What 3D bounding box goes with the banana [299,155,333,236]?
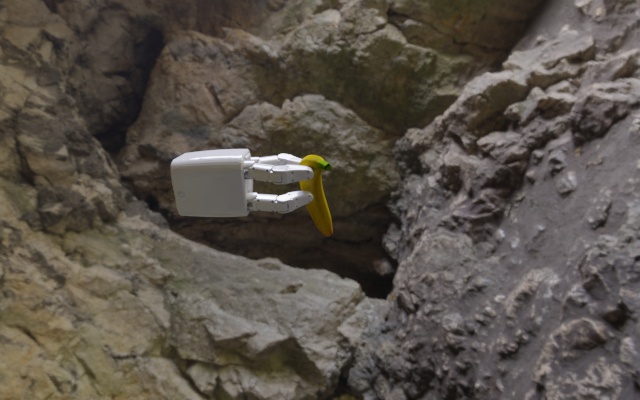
[{"bbox_3d":[-0.008,-0.013,0.766,0.037,0.069,0.198,-23,-32,-11],"label":"banana"}]
